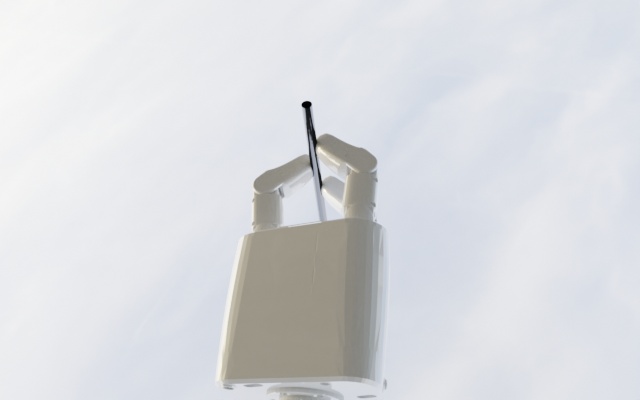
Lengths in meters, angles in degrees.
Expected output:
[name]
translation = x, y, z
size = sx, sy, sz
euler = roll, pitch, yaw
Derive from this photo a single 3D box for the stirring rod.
[stirring rod]
translation = 0.000, 0.001, 0.439
size = 0.011, 0.011, 0.240
euler = 0, -36, 6
